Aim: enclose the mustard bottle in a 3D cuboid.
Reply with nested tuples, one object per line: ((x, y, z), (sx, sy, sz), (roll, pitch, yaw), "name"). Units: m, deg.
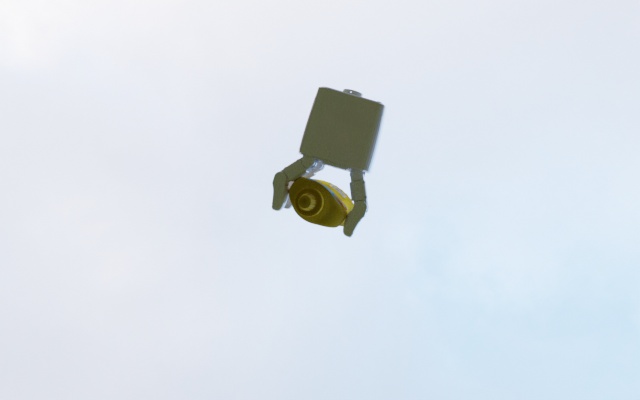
((0.000, 0.003, 0.742), (0.096, 0.058, 0.191), (41, 8, 10), "mustard bottle")
